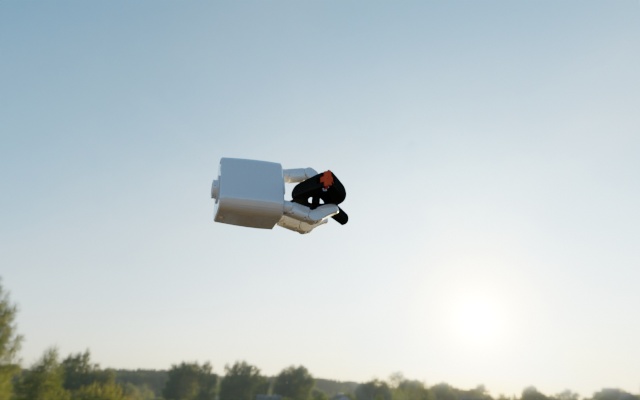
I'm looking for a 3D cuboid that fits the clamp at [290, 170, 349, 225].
[{"bbox_3d":[0.000,0.002,0.854,0.164,0.036,0.210,4,-23,-18],"label":"clamp"}]
